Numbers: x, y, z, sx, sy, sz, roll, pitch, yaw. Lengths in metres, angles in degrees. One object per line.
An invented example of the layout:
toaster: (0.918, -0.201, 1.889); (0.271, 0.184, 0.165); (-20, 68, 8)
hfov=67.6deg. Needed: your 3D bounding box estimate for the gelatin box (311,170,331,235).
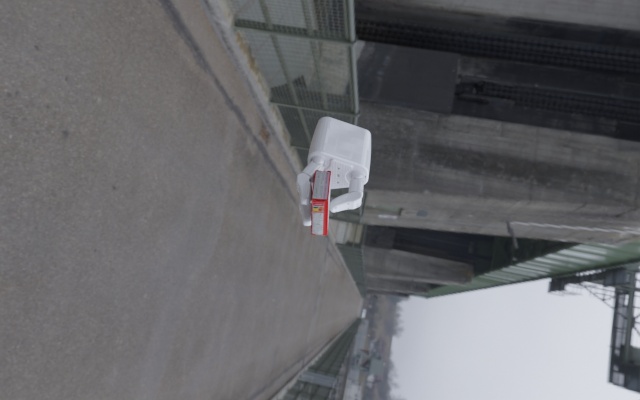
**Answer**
gelatin box: (0.001, 0.003, 0.796); (0.030, 0.073, 0.089); (3, 36, 2)
